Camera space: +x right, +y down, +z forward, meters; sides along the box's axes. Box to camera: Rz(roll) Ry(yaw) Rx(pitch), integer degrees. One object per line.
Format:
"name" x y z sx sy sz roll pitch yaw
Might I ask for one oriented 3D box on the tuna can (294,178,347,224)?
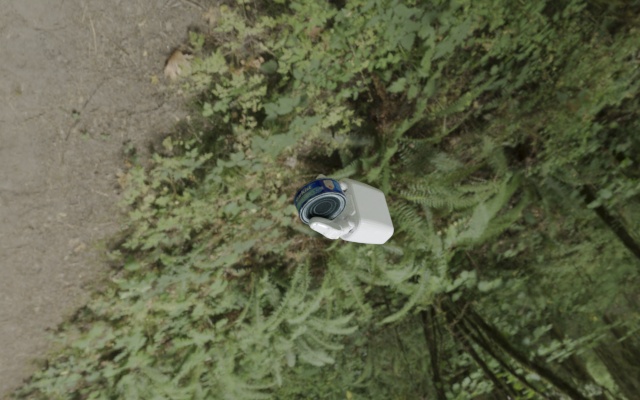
"tuna can" 0.000 0.003 0.803 0.086 0.033 0.086 -15 -37 -11
